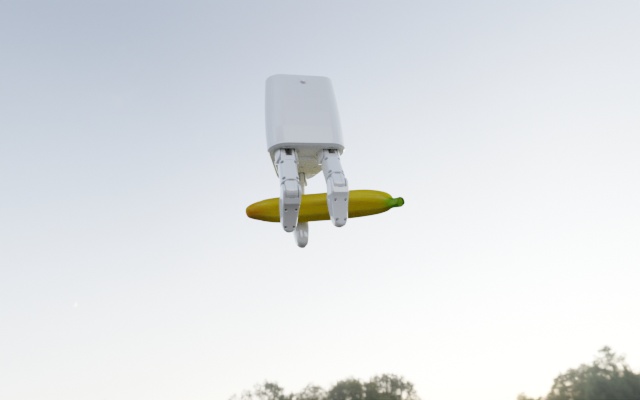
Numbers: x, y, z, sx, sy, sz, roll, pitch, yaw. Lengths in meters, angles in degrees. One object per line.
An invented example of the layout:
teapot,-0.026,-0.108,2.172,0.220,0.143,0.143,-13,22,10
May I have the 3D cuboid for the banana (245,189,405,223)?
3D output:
banana,0.006,0.005,0.615,0.198,0.037,0.070,-6,-12,7
